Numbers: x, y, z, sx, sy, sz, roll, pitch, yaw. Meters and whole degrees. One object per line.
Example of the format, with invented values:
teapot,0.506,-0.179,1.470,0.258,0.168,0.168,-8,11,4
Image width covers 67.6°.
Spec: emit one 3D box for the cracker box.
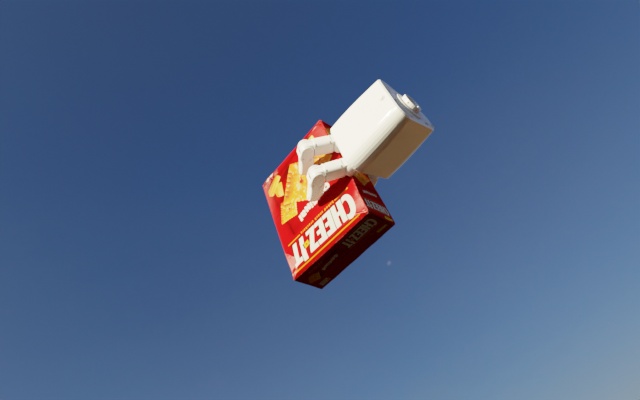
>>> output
cracker box,0.000,0.002,0.756,0.072,0.213,0.164,23,-59,-40
